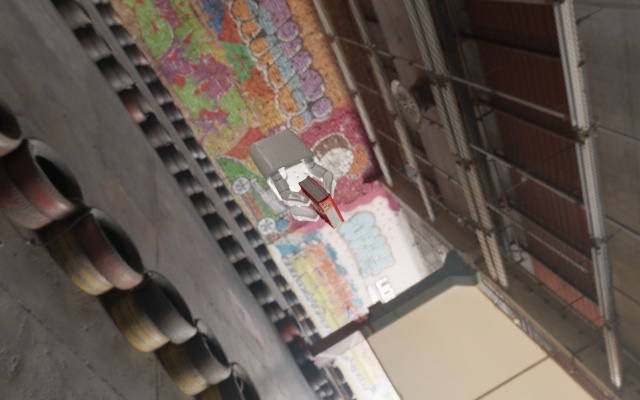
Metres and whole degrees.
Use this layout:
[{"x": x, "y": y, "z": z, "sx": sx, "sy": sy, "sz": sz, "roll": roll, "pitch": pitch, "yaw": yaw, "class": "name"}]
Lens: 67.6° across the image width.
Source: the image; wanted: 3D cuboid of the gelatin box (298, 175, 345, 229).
[{"x": 0.001, "y": 0.003, "z": 0.889, "sx": 0.030, "sy": 0.073, "sz": 0.089, "roll": -37, "pitch": 40, "yaw": -9, "class": "gelatin box"}]
